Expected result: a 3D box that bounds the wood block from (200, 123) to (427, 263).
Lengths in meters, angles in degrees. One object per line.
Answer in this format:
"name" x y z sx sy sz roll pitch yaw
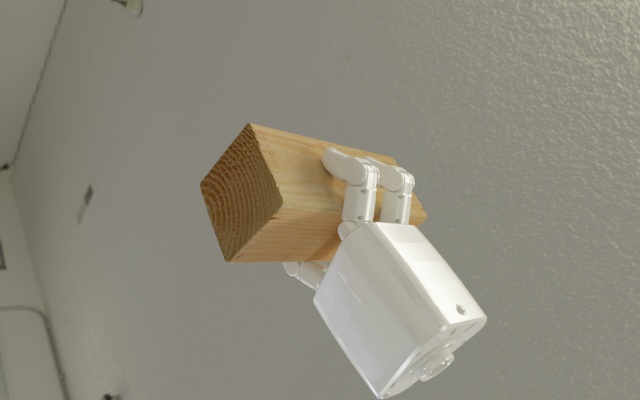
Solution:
"wood block" 0.000 0.002 0.477 0.206 0.090 0.091 7 -41 -46
